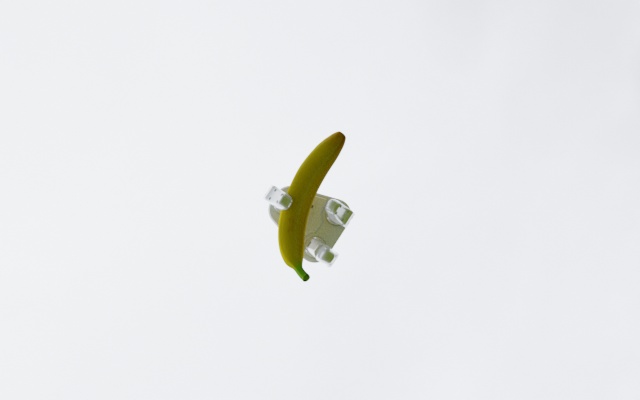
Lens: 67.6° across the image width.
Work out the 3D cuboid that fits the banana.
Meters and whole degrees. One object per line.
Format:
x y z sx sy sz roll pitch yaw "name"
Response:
-0.017 0.003 0.620 0.069 0.197 0.037 9 -10 28 "banana"
